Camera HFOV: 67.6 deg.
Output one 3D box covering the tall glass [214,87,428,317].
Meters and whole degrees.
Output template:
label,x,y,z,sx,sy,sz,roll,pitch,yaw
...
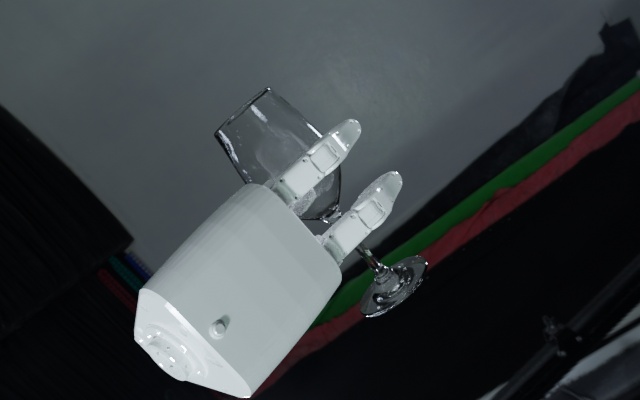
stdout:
label,x,y,z,sx,sy,sz,roll,pitch,yaw
tall glass,0.001,0.002,0.406,0.079,0.201,0.079,-39,9,8
